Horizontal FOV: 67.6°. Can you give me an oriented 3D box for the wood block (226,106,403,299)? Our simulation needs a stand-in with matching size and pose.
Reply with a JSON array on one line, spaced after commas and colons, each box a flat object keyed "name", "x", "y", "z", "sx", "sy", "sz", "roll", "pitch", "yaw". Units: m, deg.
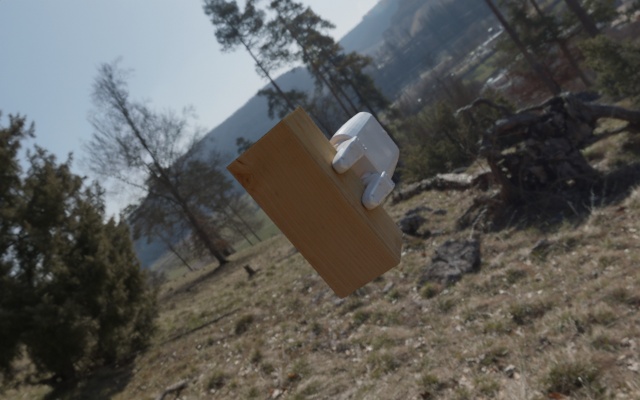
[{"name": "wood block", "x": 0.000, "y": 0.002, "z": 0.573, "sx": 0.091, "sy": 0.206, "sz": 0.090, "roll": -36, "pitch": 11, "yaw": 22}]
